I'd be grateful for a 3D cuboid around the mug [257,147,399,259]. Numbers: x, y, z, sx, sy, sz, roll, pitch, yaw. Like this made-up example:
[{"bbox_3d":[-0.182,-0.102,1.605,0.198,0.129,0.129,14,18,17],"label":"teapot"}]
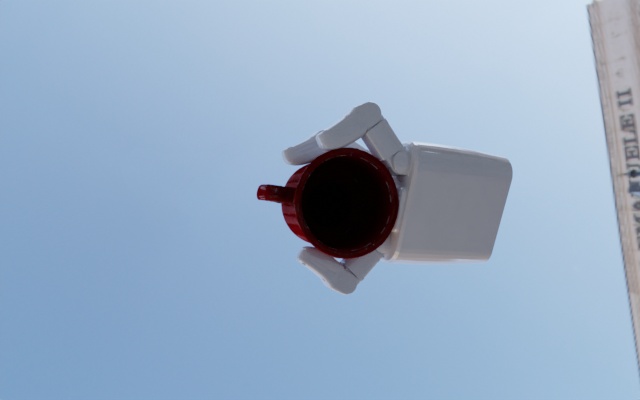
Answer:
[{"bbox_3d":[-0.001,0.001,0.431,0.117,0.093,0.081,6,-2,-18],"label":"mug"}]
